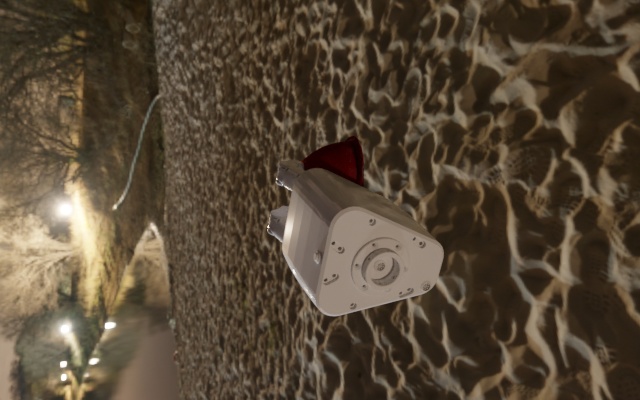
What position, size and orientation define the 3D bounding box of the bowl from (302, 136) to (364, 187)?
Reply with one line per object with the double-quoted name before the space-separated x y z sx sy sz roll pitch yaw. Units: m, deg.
"bowl" -0.001 0.002 0.549 0.055 0.162 0.162 8 -2 -10
